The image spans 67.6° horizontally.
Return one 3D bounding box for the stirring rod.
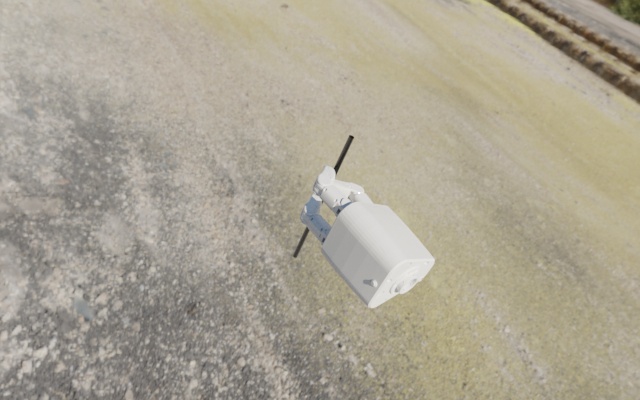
[{"bbox_3d":[0.000,0.002,0.720,0.011,0.240,0.011,17,36,-12],"label":"stirring rod"}]
